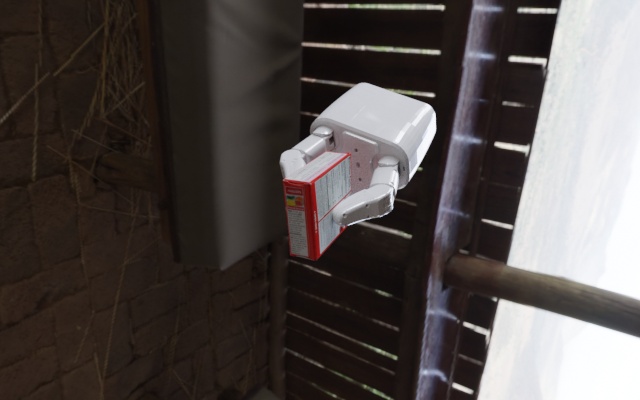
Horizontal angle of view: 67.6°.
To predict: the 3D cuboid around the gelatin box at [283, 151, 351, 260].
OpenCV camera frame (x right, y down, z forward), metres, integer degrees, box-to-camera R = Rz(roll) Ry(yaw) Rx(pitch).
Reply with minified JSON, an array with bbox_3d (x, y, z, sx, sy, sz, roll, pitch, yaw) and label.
[{"bbox_3d":[0.000,0.002,0.439,0.030,0.073,0.089,8,26,24],"label":"gelatin box"}]
